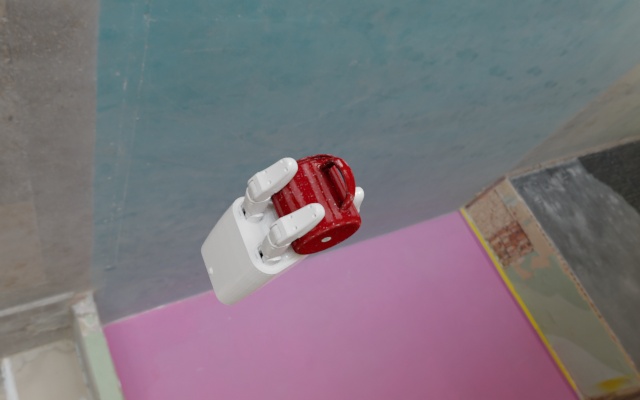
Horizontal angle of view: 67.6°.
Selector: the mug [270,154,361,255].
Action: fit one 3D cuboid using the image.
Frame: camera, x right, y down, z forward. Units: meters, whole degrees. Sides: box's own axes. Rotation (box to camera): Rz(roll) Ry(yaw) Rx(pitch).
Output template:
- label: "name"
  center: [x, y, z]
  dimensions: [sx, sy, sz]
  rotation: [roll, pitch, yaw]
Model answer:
- label: "mug"
  center: [0.001, 0.001, 0.521]
  dimensions: [0.093, 0.081, 0.117]
  rotation: [-7, -26, -42]
